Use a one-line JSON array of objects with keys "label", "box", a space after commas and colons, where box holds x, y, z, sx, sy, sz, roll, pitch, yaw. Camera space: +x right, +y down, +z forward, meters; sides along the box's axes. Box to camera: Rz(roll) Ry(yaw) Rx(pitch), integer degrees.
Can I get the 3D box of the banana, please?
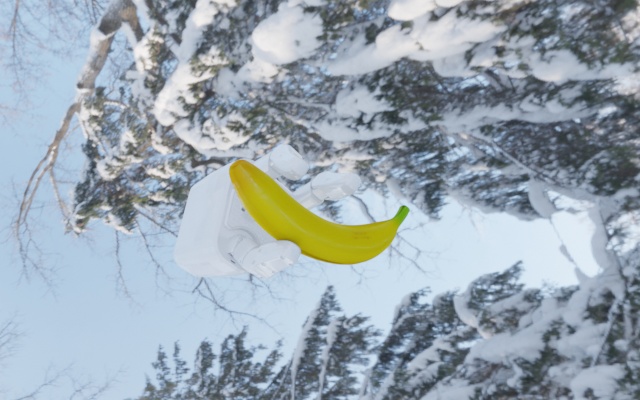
[{"label": "banana", "box": [0.001, 0.020, 0.430, 0.198, 0.069, 0.037, 15, -15, -36]}]
